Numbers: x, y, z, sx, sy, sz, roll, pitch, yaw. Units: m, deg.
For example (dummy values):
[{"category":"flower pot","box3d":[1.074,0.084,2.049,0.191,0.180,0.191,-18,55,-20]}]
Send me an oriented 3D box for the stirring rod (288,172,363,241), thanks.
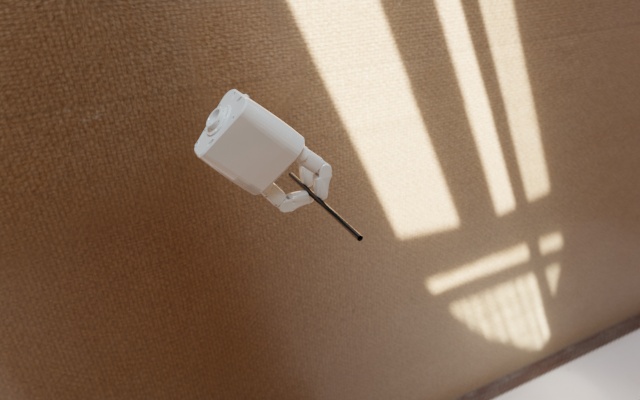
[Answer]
[{"category":"stirring rod","box3d":[0.000,0.002,0.709,0.011,0.011,0.239,0,23,-27]}]
